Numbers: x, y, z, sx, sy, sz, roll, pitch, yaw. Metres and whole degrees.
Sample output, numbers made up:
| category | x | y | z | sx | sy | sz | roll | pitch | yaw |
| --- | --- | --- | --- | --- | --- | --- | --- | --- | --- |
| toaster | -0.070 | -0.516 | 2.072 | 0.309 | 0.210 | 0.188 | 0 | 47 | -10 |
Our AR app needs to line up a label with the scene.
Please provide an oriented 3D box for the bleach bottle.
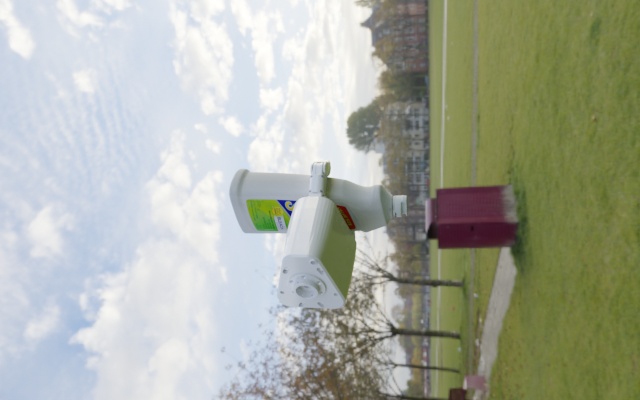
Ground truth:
| category | x | y | z | sx | sy | sz | roll | pitch | yaw |
| --- | --- | --- | --- | --- | --- | --- | --- | --- | --- |
| bleach bottle | 0.000 | 0.002 | 0.704 | 0.251 | 0.103 | 0.068 | 0 | 41 | 12 |
